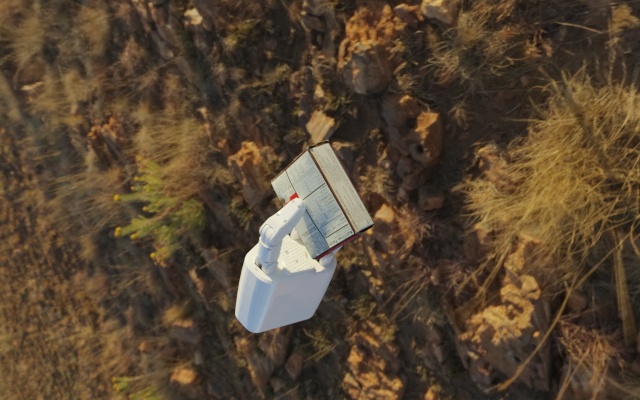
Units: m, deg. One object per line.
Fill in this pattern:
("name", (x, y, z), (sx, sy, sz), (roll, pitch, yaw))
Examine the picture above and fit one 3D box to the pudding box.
("pudding box", (0.000, 0.002, 0.552), (0.039, 0.113, 0.090), (-25, -8, -43))
